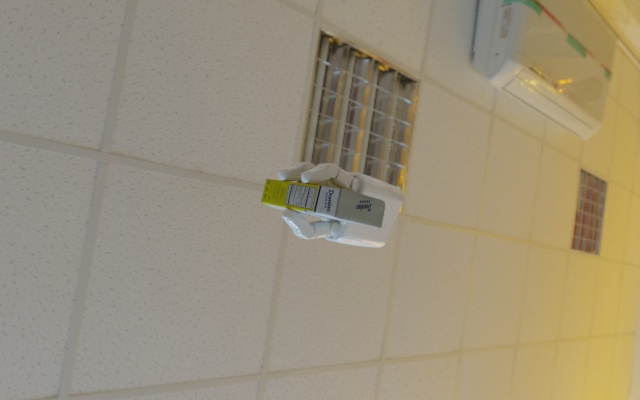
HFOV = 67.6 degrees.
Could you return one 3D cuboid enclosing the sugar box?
[{"bbox_3d":[0.000,0.002,0.700,0.093,0.048,0.176,15,-6,-41],"label":"sugar box"}]
